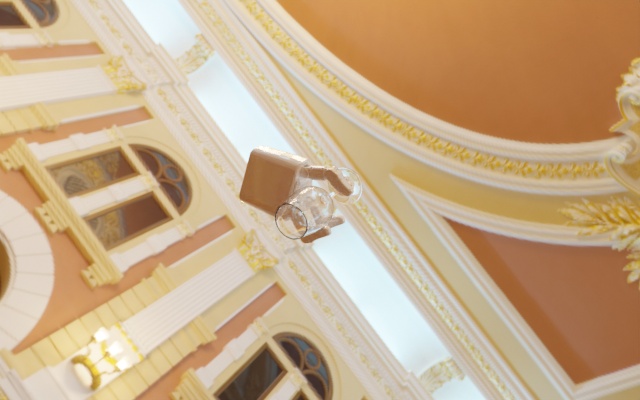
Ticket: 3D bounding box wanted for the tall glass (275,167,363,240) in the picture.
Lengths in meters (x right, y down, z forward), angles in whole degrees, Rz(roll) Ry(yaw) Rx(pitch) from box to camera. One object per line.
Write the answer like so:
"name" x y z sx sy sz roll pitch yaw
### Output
"tall glass" 0.001 0.003 0.839 0.079 0.079 0.201 0 18 30
